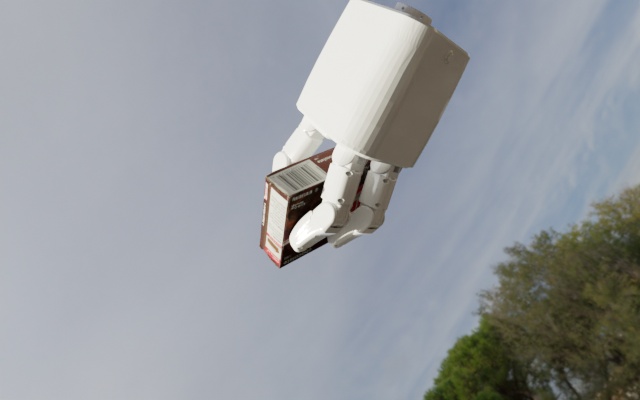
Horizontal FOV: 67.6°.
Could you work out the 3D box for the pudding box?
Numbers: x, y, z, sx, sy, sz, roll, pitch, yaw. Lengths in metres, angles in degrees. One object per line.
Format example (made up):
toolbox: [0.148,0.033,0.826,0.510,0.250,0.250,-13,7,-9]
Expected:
pudding box: [0.000,0.001,0.443,0.113,0.090,0.039,-23,50,-32]
